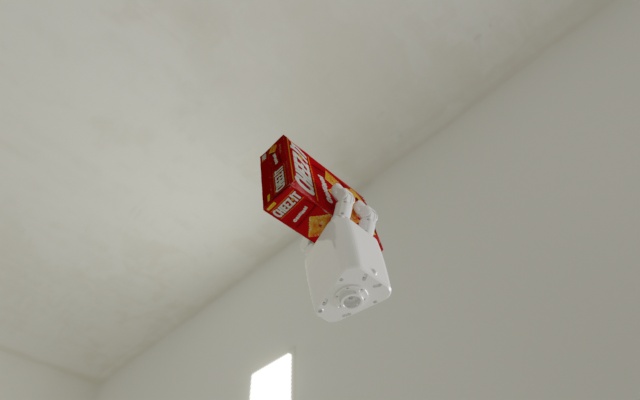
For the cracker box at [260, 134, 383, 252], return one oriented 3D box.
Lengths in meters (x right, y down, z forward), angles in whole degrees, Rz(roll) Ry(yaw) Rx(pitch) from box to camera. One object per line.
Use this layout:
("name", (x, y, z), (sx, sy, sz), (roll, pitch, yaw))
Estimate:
("cracker box", (0.000, 0.003, 0.820), (0.214, 0.072, 0.164), (37, 22, -29))
